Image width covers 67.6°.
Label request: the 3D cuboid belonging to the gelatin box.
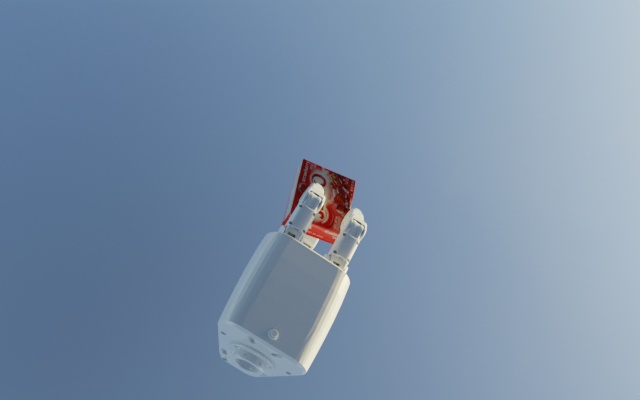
[{"bbox_3d":[0.000,0.002,0.570,0.073,0.089,0.030,22,-39,-13],"label":"gelatin box"}]
